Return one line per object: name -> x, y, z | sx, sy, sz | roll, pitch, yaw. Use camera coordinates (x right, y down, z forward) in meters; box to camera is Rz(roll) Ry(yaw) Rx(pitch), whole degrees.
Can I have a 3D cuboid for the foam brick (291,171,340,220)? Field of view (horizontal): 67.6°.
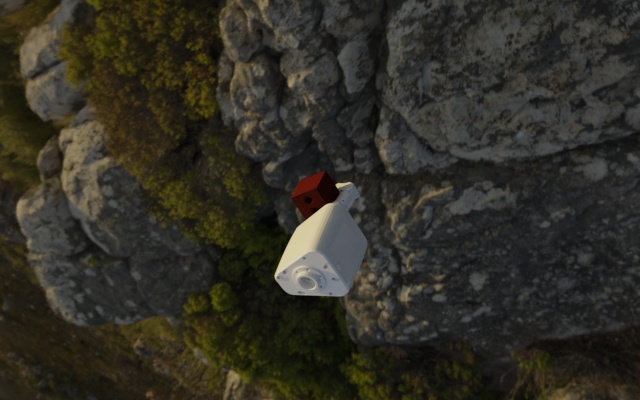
foam brick -> 0.000, 0.002, 0.760 | 0.053, 0.078, 0.051 | -19, 27, 33
